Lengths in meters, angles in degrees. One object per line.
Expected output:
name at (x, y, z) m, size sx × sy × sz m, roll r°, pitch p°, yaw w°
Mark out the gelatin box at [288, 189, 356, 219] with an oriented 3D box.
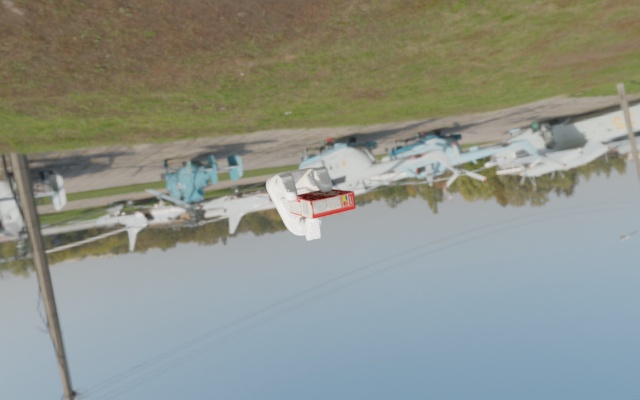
gelatin box at (0.000, 0.003, 0.723) m, size 0.073 × 0.030 × 0.089 m, roll -12°, pitch 10°, yaw -24°
